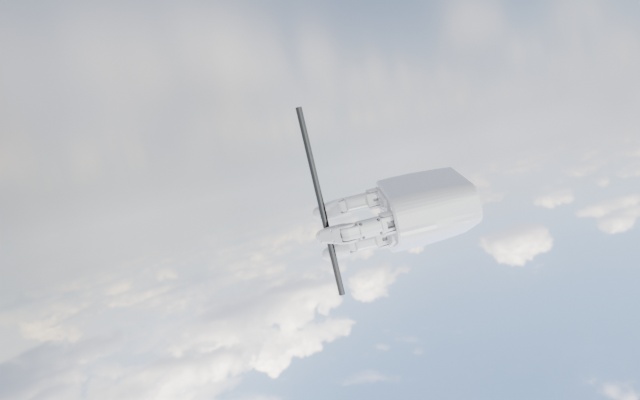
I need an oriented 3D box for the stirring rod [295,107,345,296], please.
[{"bbox_3d":[0.000,0.002,0.597,0.011,0.239,0.011,-13,3,1],"label":"stirring rod"}]
